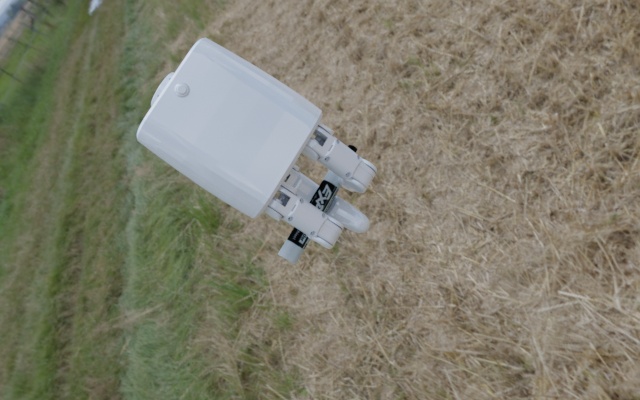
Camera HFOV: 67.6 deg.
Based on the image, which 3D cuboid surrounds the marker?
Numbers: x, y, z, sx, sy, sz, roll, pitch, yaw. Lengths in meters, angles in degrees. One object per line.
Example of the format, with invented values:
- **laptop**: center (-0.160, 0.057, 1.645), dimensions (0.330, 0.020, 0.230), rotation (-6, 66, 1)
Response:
- **marker**: center (0.000, 0.001, 0.436), dimensions (0.020, 0.121, 0.020), rotation (30, -8, 5)
